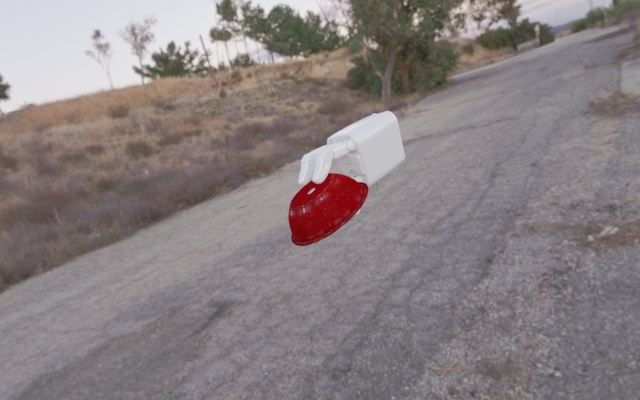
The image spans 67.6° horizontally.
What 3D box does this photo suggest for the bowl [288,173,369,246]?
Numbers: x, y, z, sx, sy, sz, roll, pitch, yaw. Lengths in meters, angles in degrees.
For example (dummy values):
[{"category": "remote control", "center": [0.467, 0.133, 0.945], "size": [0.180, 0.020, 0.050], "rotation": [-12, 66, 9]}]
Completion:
[{"category": "bowl", "center": [-0.001, 0.003, 0.810], "size": [0.162, 0.055, 0.162], "rotation": [-33, 20, 14]}]
